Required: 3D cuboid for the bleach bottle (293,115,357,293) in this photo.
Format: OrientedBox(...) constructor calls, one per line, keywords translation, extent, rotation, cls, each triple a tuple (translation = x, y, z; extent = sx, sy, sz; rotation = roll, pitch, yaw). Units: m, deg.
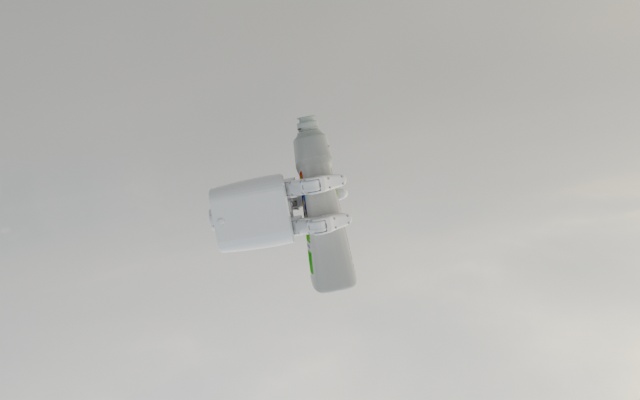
OrientedBox(translation=(0.000, 0.002, 0.706), extent=(0.068, 0.251, 0.102), rotation=(-10, 6, -4), cls="bleach bottle")
